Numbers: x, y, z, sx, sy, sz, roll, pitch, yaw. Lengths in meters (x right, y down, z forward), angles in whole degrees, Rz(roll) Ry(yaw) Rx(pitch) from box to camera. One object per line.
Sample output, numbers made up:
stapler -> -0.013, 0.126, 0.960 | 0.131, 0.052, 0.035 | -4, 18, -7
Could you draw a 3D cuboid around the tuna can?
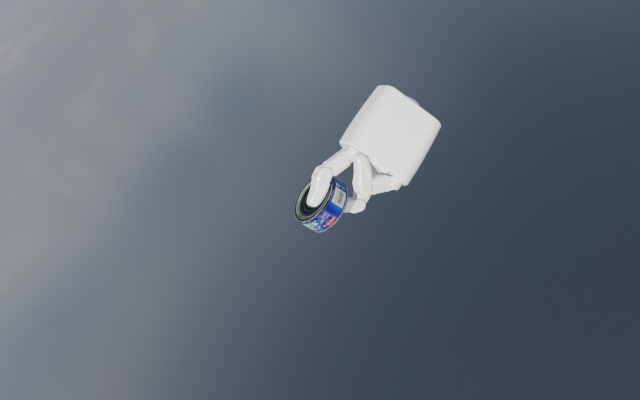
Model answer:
tuna can -> 0.000, 0.002, 0.713 | 0.034, 0.086, 0.086 | 32, -18, -31
